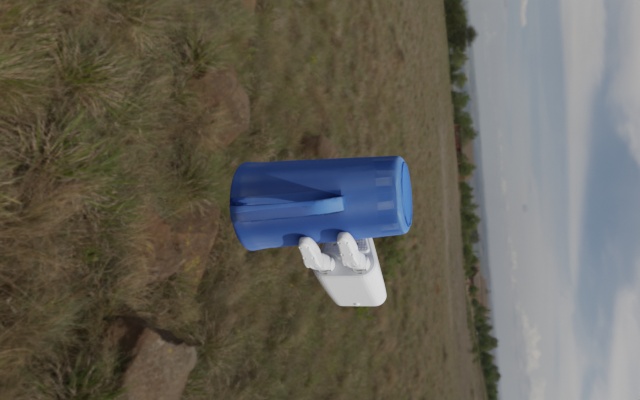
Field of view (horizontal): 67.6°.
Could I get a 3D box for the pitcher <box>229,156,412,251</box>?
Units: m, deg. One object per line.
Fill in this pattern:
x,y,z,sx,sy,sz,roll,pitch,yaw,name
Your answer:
0.000,0.002,0.675,0.243,0.149,0.145,-5,-42,18,pitcher
